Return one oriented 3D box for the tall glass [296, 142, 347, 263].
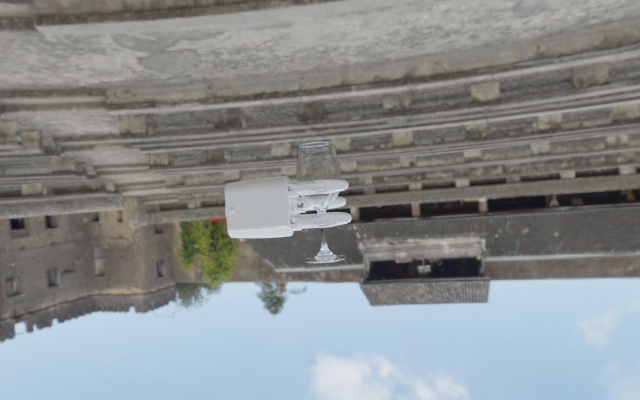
[{"bbox_3d":[0.000,0.003,0.822,0.079,0.201,0.079,-4,0,0],"label":"tall glass"}]
